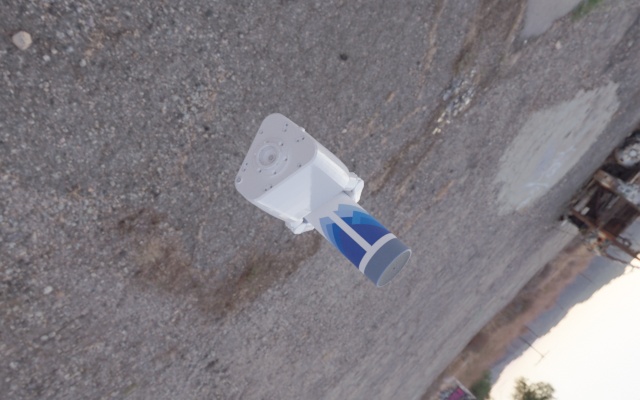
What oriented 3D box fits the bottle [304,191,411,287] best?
[{"bbox_3d":[0.000,0.002,0.697,0.295,0.069,0.069,42,22,26],"label":"bottle"}]
